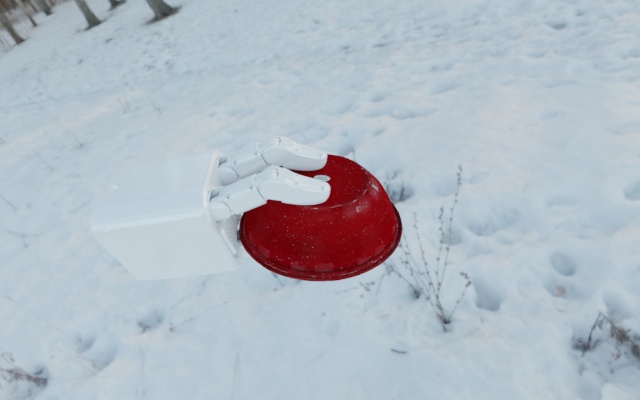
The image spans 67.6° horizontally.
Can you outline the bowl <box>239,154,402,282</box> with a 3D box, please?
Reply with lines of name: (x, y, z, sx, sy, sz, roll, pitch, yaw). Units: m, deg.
bowl: (0.001, 0.001, 0.459, 0.162, 0.055, 0.162, 0, 36, 0)
